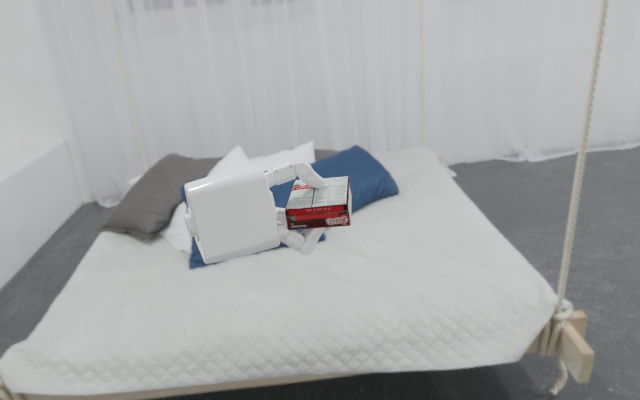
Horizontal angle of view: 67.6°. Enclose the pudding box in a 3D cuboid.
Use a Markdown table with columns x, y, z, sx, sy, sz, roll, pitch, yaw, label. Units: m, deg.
| x | y | z | sx | sy | sz | roll | pitch | yaw | label |
| --- | --- | --- | --- | --- | --- | --- | --- | --- | --- |
| 0.000 | 0.002 | 0.705 | 0.090 | 0.039 | 0.113 | -4 | 25 | 7 | pudding box |
